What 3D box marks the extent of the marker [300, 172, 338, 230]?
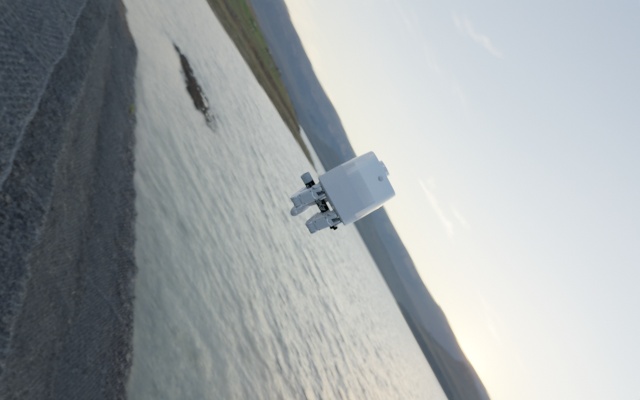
[{"bbox_3d":[0.000,0.003,0.880,0.020,0.121,0.020,-28,15,8],"label":"marker"}]
